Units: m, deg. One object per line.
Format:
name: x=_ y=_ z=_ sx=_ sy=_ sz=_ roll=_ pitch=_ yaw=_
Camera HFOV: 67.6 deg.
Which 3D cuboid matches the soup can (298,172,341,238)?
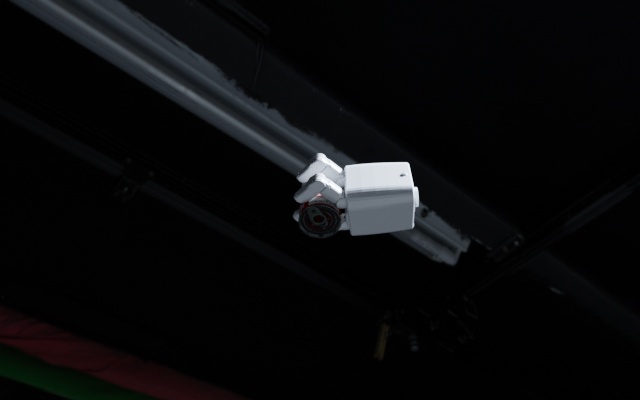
soup can: x=0.000 y=0.003 z=0.787 sx=0.068 sy=0.069 sz=0.102 roll=0 pitch=39 yaw=2
